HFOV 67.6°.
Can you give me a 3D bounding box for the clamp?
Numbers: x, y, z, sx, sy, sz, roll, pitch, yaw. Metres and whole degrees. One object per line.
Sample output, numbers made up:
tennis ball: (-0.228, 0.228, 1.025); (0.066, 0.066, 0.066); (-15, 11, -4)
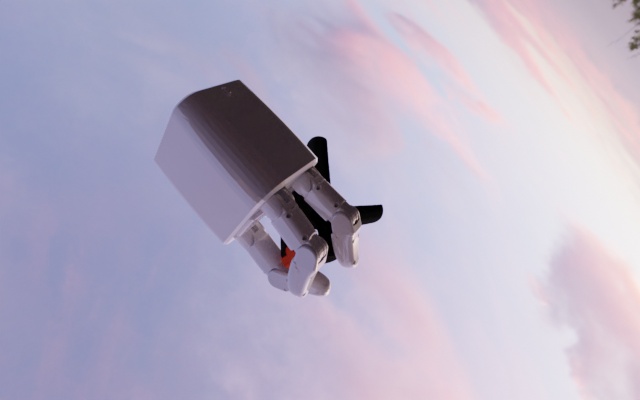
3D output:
clamp: (0.000, 0.002, 0.490); (0.039, 0.120, 0.171); (-41, 0, 34)
